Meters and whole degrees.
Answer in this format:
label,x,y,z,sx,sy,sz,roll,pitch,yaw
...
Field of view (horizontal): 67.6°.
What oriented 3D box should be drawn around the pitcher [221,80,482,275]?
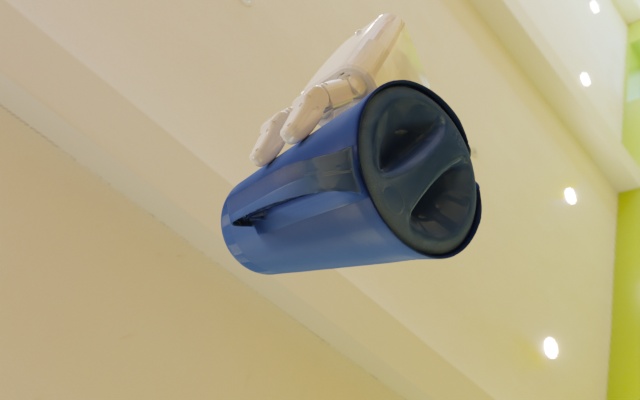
label,x,y,z,sx,sy,sz,roll,pitch,yaw
pitcher,0.000,0.001,0.424,0.149,0.145,0.243,42,-35,-21
